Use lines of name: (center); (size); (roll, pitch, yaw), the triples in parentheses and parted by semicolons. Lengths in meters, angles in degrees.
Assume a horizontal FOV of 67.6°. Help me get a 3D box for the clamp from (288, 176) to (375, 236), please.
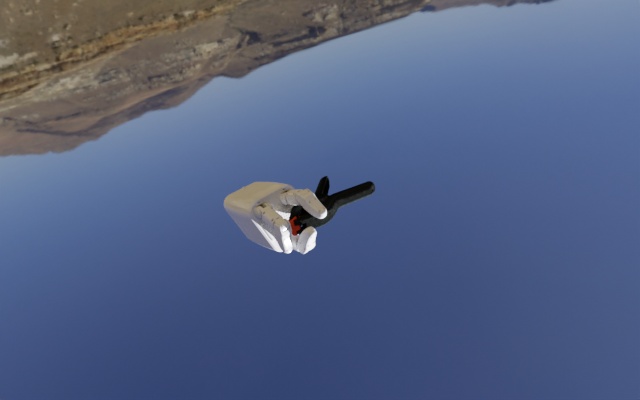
clamp: (0.000, 0.003, 0.837); (0.171, 0.039, 0.120); (-30, 24, -32)
